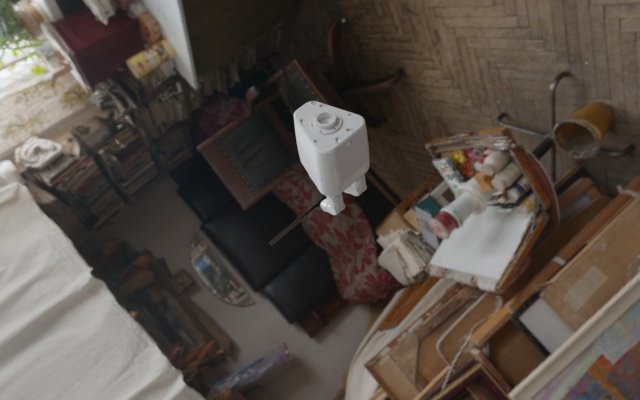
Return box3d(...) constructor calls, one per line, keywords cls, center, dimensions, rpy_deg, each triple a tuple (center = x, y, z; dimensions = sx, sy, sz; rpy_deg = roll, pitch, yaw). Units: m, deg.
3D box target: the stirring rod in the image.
box3d(cls="stirring rod", center=(0.000, 0.003, 0.849), dimensions=(0.239, 0.011, 0.011), rpy_deg=(-40, 15, -19))
